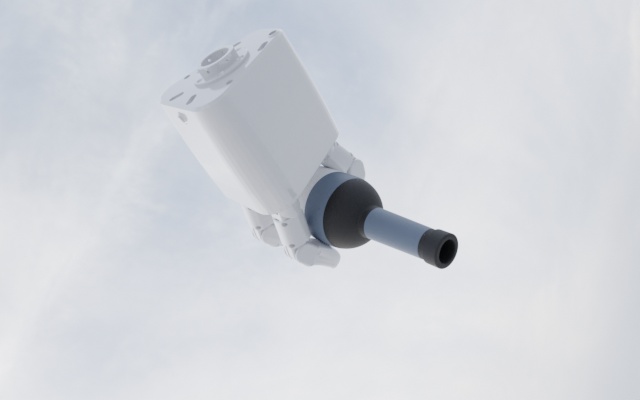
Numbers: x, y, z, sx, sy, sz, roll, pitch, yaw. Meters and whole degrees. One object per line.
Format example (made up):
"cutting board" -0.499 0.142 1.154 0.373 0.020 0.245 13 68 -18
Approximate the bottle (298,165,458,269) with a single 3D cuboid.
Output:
"bottle" 0.000 0.001 0.455 0.069 0.069 0.295 0 14 -40
